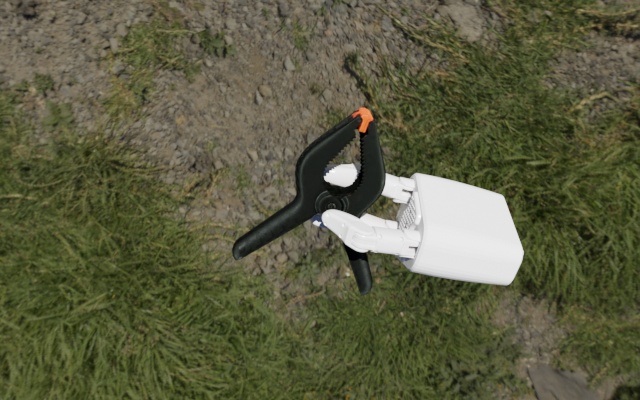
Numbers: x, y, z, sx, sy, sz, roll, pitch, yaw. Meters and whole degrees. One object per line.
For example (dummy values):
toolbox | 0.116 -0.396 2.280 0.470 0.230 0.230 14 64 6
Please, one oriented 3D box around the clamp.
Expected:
clamp | 0.000 0.002 0.504 0.164 0.210 0.036 11 25 -8
